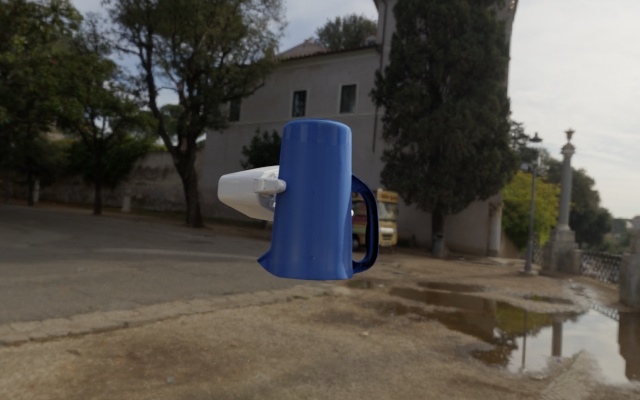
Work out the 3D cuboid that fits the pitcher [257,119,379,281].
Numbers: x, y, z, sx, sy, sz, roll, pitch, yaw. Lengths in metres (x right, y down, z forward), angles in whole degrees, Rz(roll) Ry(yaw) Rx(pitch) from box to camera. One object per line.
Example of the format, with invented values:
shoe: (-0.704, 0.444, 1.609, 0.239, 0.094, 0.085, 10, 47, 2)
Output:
pitcher: (0.000, 0.002, 0.747, 0.145, 0.243, 0.149, 1, -3, 38)
